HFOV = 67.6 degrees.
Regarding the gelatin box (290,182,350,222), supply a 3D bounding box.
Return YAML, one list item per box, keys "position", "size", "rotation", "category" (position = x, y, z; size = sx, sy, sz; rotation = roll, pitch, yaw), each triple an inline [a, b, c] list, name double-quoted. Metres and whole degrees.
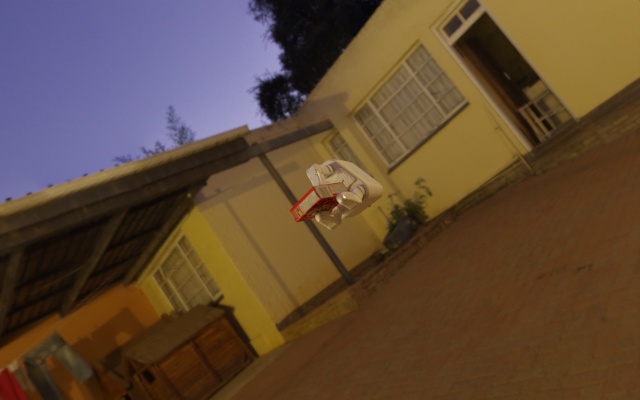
- position: [0.000, 0.002, 0.846]
  size: [0.089, 0.030, 0.073]
  rotation: [-10, -27, -51]
  category: "gelatin box"
